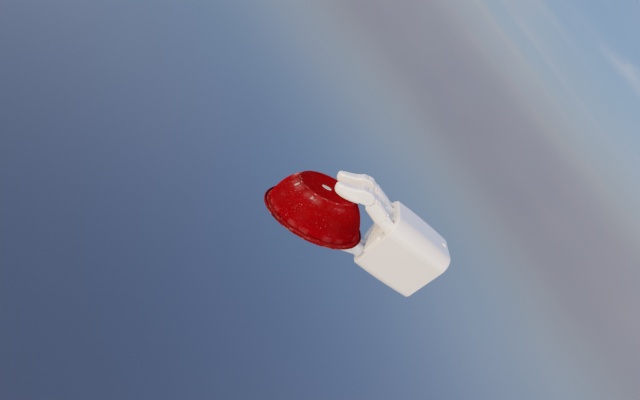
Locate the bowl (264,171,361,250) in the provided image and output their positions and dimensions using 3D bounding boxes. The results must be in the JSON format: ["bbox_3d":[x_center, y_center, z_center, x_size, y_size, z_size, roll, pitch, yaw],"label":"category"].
[{"bbox_3d":[-0.001,0.002,0.713,0.162,0.055,0.162,22,24,-11],"label":"bowl"}]
